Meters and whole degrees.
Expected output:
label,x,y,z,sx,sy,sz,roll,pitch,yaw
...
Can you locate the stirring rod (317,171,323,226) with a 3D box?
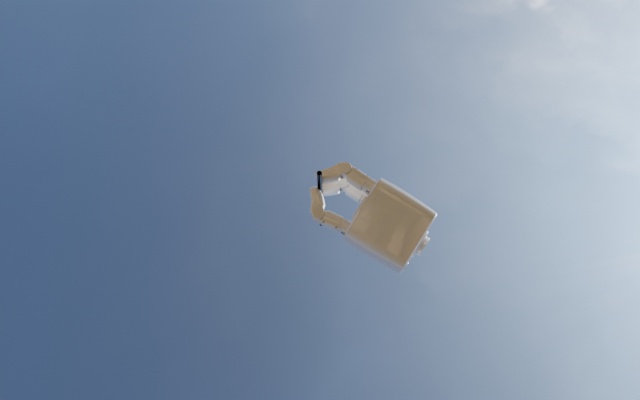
label,x,y,z,sx,sy,sz,roll,pitch,yaw
stirring rod,0.000,0.003,0.838,0.011,0.011,0.240,0,-22,1
